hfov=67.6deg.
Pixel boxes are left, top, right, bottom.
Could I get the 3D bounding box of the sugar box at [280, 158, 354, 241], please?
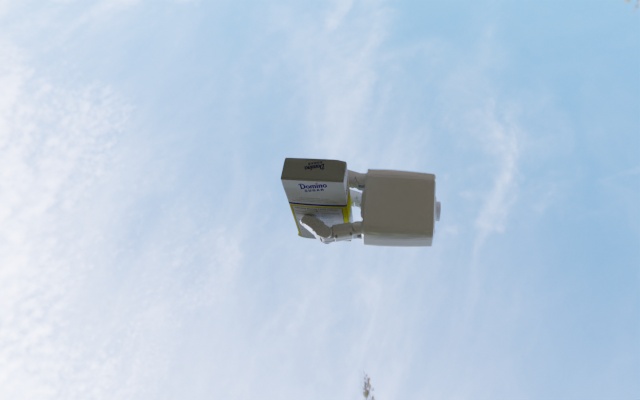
[{"bbox_3d":[0.000,0.002,0.743,0.093,0.048,0.176,4,-34,9],"label":"sugar box"}]
